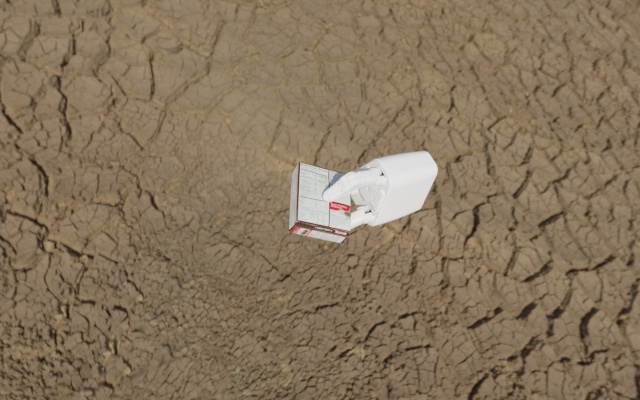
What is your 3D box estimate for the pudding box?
[{"bbox_3d":[0.000,0.002,0.733,0.090,0.113,0.039,13,-37,-17],"label":"pudding box"}]
